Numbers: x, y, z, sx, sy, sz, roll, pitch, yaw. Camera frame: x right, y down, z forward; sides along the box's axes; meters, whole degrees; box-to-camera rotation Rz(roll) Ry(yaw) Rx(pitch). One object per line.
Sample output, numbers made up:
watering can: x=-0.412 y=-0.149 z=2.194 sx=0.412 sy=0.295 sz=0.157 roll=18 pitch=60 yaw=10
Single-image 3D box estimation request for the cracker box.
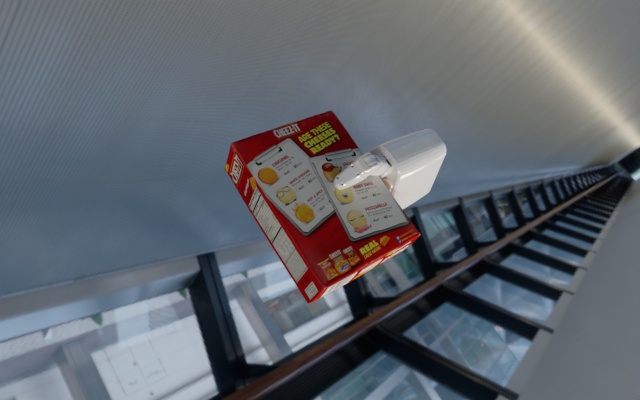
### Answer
cracker box: x=0.000 y=0.002 z=0.620 sx=0.164 sy=0.213 sz=0.072 roll=-24 pitch=-19 yaw=-32
